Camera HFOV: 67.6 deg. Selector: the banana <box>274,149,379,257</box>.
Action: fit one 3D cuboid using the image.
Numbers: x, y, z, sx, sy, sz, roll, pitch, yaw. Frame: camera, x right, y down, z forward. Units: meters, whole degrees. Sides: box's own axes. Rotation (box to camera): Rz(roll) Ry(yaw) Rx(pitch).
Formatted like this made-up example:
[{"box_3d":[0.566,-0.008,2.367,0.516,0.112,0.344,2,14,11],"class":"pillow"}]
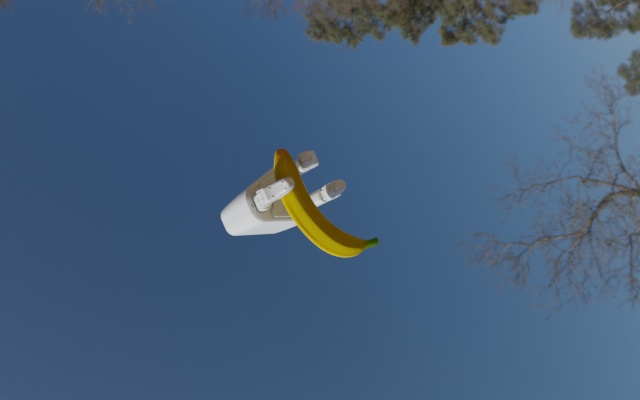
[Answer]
[{"box_3d":[-0.007,0.017,0.668,0.069,0.198,0.037,-51,11,-33],"class":"banana"}]
